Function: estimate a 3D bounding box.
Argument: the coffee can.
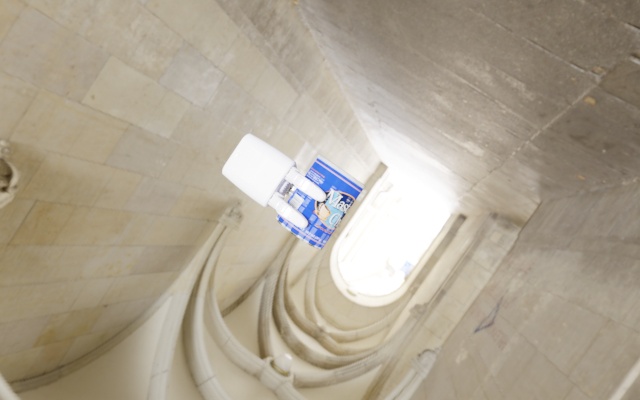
[{"bbox_3d":[0.000,0.003,0.864,0.103,0.140,0.103,34,3,-2],"label":"coffee can"}]
